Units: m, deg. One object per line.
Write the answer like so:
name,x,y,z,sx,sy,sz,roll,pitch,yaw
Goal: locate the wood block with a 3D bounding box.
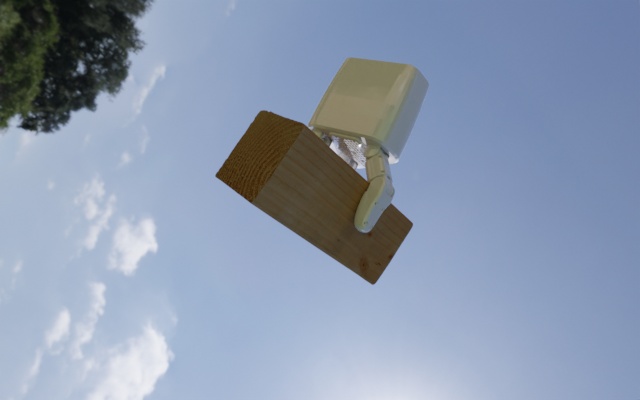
wood block,0.001,0.002,0.531,0.206,0.090,0.090,38,-5,-39
